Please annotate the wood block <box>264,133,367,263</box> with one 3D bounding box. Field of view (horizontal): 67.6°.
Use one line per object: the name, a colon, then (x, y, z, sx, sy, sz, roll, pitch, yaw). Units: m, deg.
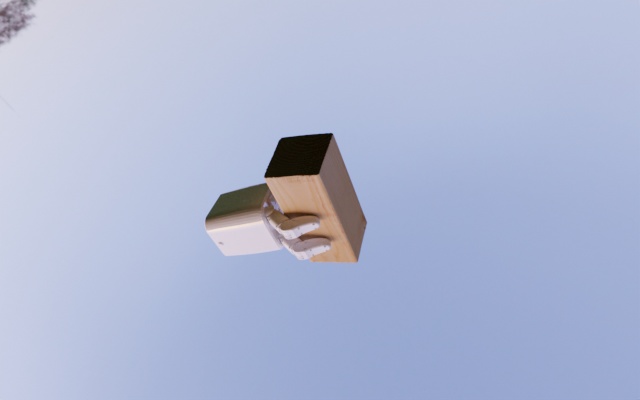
wood block: (0.000, 0.002, 0.758, 0.090, 0.090, 0.206, -2, -42, 22)
